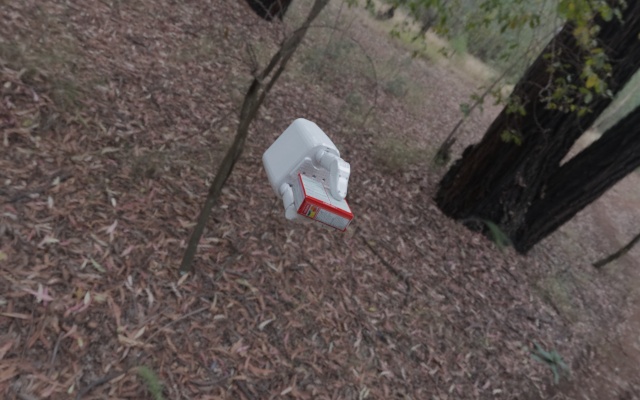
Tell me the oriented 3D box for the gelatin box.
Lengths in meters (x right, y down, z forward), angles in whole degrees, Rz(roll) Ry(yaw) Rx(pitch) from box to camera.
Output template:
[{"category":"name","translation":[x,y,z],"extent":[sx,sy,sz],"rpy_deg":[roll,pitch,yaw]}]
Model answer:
[{"category":"gelatin box","translation":[0.000,0.002,0.666],"extent":[0.073,0.030,0.089],"rpy_deg":[23,18,-18]}]
